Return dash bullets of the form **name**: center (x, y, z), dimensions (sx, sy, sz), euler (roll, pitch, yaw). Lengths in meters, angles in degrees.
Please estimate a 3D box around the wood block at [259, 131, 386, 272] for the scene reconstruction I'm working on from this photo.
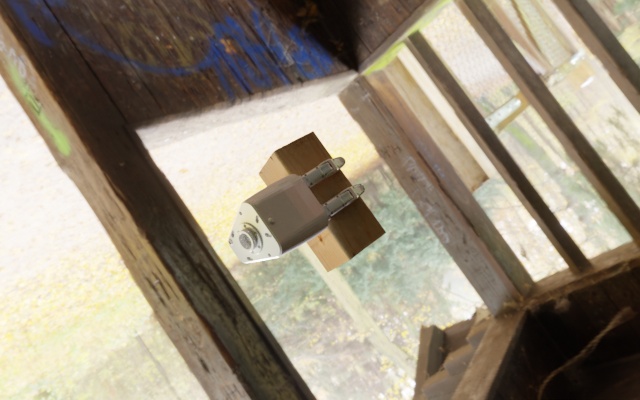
- **wood block**: center (0.000, 0.003, 0.795), dimensions (0.090, 0.206, 0.091), euler (-32, -5, -32)
